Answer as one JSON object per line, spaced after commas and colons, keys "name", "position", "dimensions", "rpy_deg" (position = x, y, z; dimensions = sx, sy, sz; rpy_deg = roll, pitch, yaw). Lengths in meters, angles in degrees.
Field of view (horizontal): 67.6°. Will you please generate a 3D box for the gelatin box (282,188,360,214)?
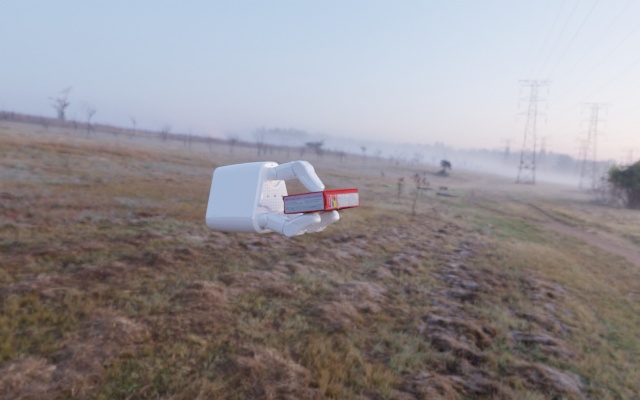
{"name": "gelatin box", "position": [0.000, 0.002, 0.695], "dimensions": [0.089, 0.030, 0.073], "rpy_deg": [-8, -2, 44]}
